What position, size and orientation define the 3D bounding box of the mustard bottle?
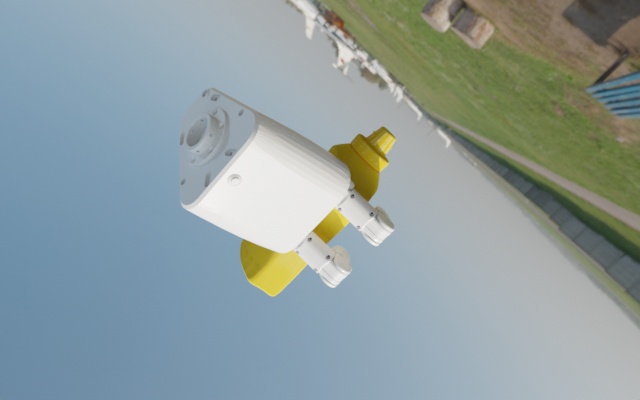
[{"bbox_3d":[0.000,0.002,0.474,0.058,0.192,0.096,38,16,-20],"label":"mustard bottle"}]
